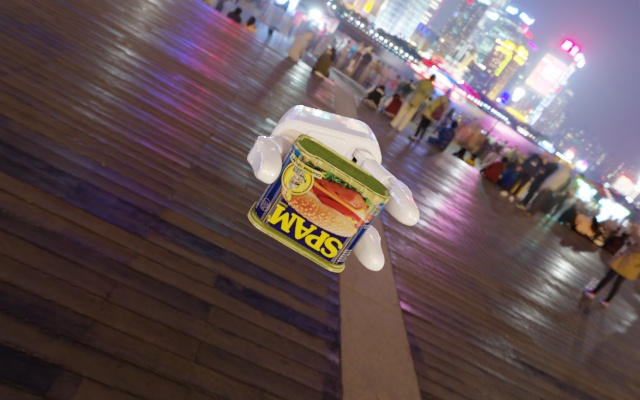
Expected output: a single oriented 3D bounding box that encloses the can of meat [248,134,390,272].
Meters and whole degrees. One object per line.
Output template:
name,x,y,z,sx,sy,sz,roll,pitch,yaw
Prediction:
can of meat,0.000,0.001,0.432,0.102,0.084,0.057,31,19,-6
